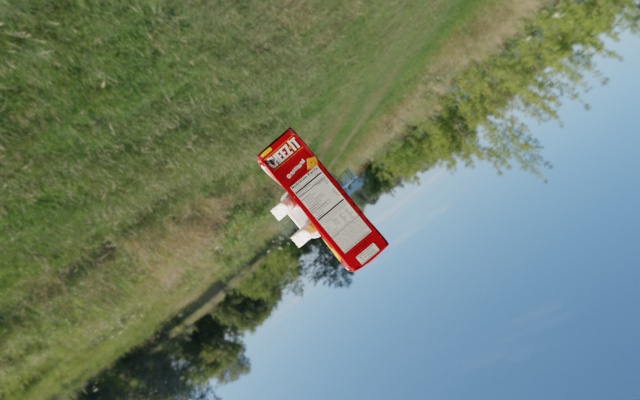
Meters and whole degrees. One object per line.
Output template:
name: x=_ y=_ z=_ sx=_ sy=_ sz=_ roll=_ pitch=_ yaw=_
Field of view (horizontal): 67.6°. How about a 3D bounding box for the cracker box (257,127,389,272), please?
cracker box: x=0.000 y=0.002 z=0.729 sx=0.072 sy=0.213 sz=0.164 roll=-40 pitch=0 yaw=-2
